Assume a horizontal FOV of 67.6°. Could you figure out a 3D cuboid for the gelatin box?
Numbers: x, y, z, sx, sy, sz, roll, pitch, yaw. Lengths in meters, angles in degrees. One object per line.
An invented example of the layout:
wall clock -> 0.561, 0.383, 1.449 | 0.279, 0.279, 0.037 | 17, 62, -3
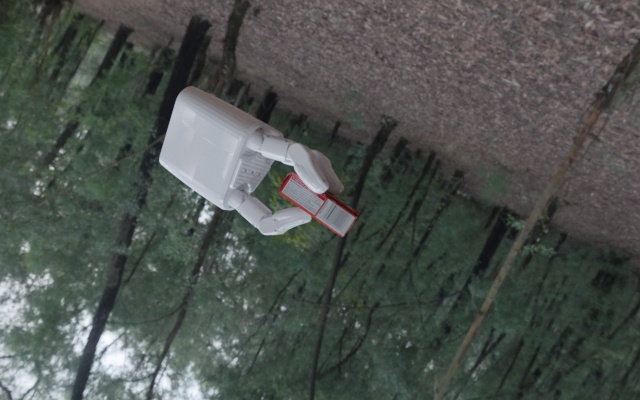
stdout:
gelatin box -> 0.000, 0.002, 0.547 | 0.089, 0.030, 0.073 | 35, 6, 4
